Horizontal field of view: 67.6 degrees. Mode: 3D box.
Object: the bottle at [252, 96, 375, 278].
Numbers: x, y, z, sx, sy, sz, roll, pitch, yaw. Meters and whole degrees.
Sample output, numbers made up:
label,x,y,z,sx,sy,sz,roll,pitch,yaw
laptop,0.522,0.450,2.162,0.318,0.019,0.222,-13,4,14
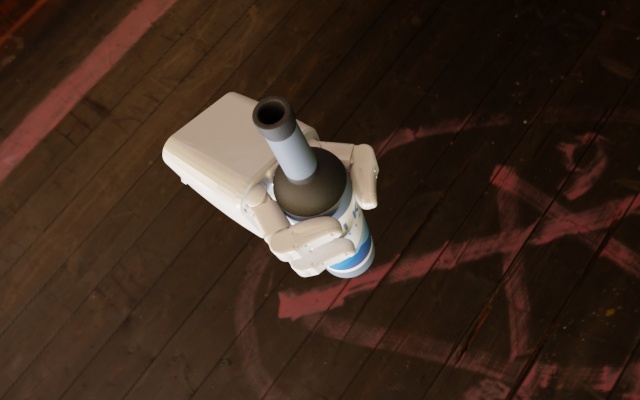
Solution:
label,x,y,z,sx,sy,sz,roll,pitch,yaw
bottle,0.000,0.002,0.444,0.069,0.069,0.296,0,-24,14
